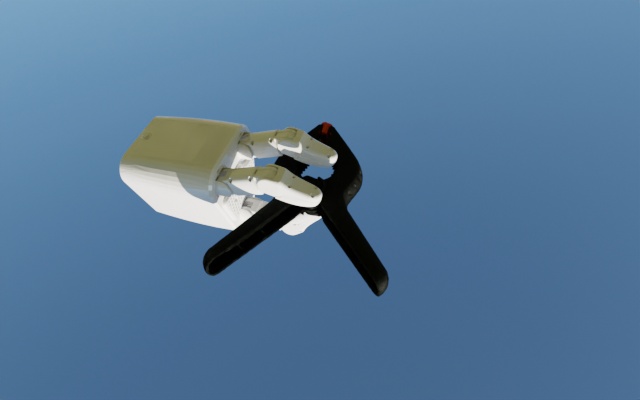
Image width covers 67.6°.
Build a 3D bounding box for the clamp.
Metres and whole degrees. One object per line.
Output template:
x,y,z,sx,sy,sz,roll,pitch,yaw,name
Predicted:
0.000,0.002,0.472,0.164,0.209,0.036,12,-40,12,clamp
